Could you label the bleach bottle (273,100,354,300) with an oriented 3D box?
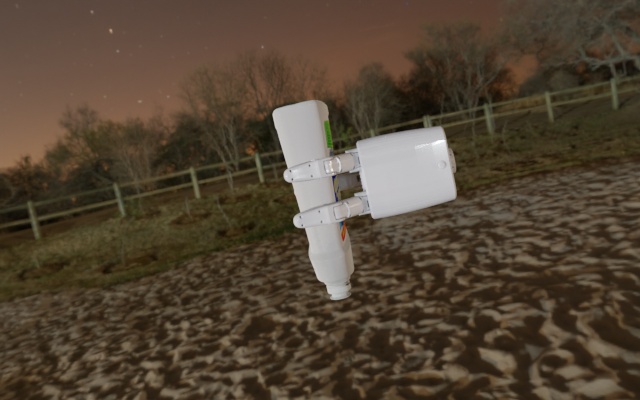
[{"bbox_3d":[0.000,0.002,0.621,0.068,0.251,0.102,-12,5,7],"label":"bleach bottle"}]
